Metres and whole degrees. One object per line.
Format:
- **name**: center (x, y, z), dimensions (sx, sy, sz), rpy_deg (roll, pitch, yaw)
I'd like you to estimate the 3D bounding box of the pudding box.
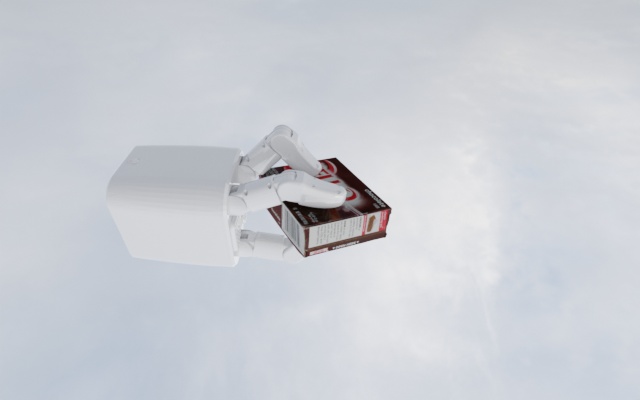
- **pudding box**: center (0.000, 0.002, 0.462), dimensions (0.090, 0.039, 0.113), rpy_deg (-12, 37, -24)
